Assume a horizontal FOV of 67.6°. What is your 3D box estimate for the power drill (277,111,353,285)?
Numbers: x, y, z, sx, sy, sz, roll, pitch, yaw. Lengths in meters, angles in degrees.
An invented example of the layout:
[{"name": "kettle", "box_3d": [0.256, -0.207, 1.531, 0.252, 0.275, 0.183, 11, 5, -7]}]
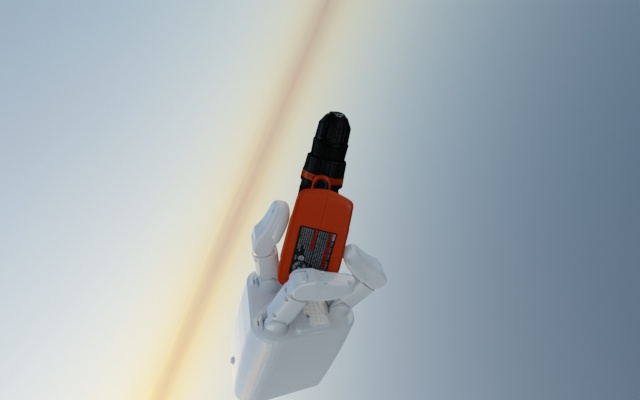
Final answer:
[{"name": "power drill", "box_3d": [0.000, 0.002, 0.517, 0.057, 0.184, 0.187, 12, 16, -1]}]
